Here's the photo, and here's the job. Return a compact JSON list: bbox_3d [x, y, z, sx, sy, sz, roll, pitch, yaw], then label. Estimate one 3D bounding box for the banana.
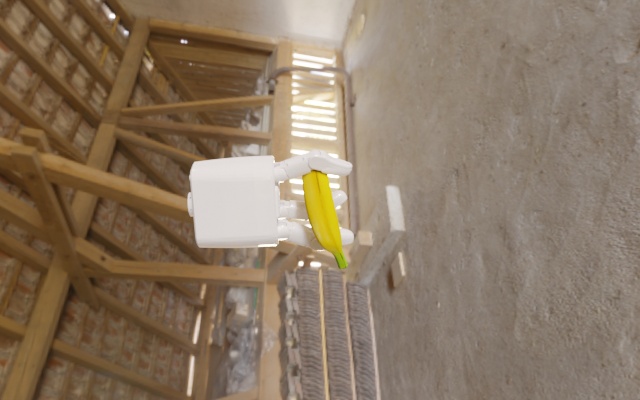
[{"bbox_3d":[-0.002,-0.007,0.631,0.037,0.197,0.070,-12,-39,2],"label":"banana"}]
